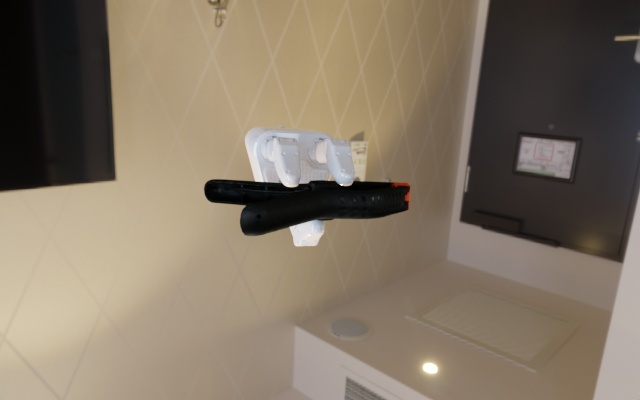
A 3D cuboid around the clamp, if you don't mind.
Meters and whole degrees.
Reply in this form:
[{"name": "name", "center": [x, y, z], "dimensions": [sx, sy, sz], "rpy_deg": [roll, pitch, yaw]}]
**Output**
[{"name": "clamp", "center": [0.000, 0.002, 0.460], "dimensions": [0.210, 0.036, 0.164], "rpy_deg": [-1, 12, -17]}]
